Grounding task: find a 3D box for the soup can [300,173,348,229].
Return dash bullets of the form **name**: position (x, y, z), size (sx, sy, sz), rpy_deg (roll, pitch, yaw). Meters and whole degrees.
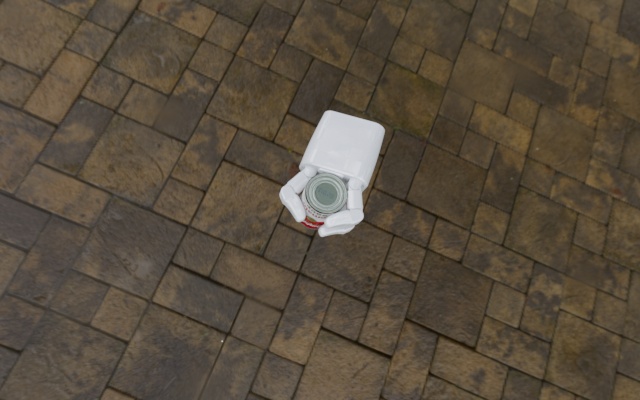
- **soup can**: position (0.000, 0.003, 0.769), size (0.068, 0.068, 0.102), rpy_deg (0, -16, -12)
